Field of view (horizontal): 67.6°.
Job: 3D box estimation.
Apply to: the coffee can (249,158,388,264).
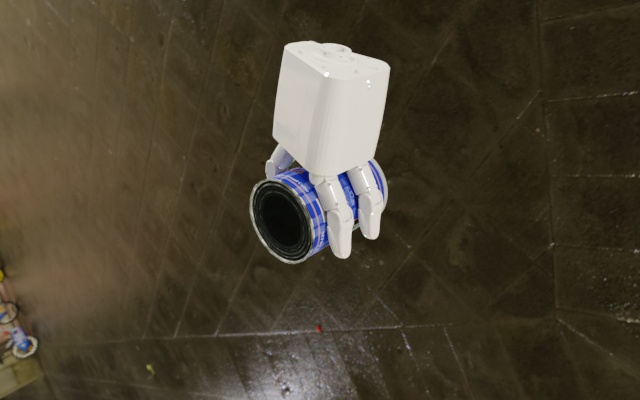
[{"bbox_3d":[0.000,0.002,0.582,0.103,0.103,0.140,0,19,45],"label":"coffee can"}]
